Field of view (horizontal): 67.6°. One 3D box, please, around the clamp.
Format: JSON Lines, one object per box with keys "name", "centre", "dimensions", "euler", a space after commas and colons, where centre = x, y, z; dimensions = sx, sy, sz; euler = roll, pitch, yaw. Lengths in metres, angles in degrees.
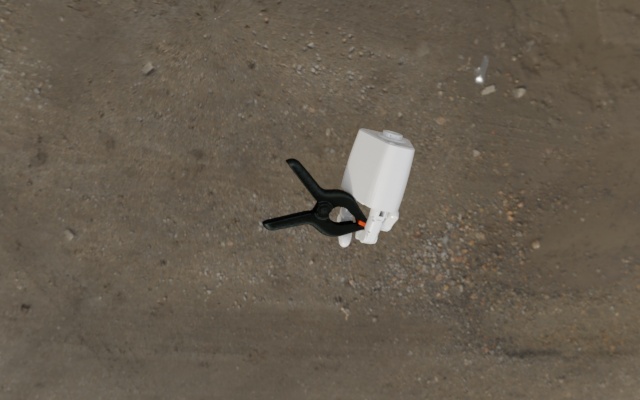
{"name": "clamp", "centre": [0.000, 0.003, 0.771], "dimensions": [0.171, 0.120, 0.039], "euler": [10, 18, -16]}
